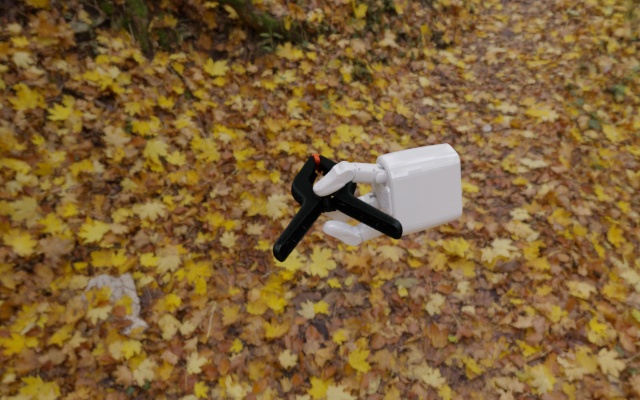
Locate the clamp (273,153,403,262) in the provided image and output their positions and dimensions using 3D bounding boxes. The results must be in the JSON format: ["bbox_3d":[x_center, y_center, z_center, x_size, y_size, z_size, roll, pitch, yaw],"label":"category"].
[{"bbox_3d":[0.000,0.001,0.662,0.164,0.036,0.209,-14,38,-8],"label":"clamp"}]
